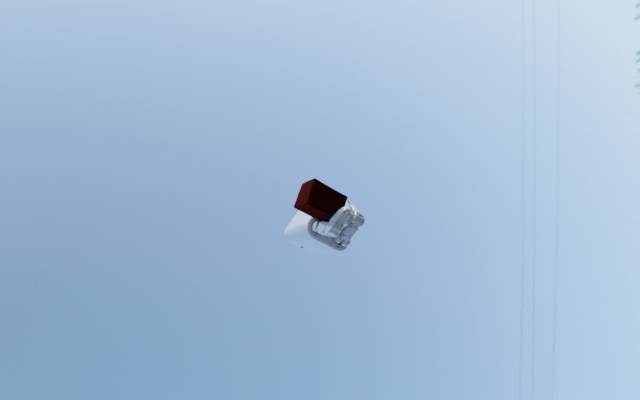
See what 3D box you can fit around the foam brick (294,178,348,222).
[{"bbox_3d":[0.000,0.003,0.879,0.078,0.053,0.051,29,-22,-25],"label":"foam brick"}]
